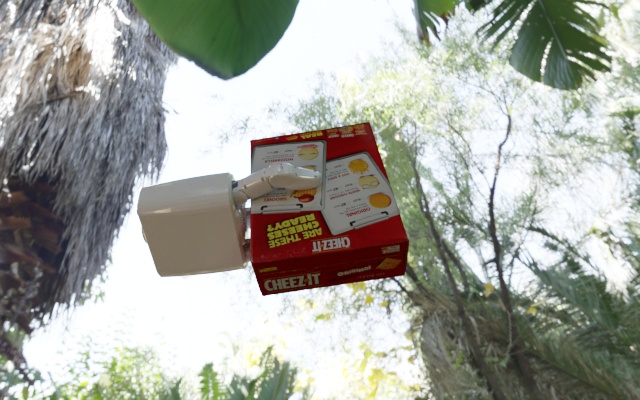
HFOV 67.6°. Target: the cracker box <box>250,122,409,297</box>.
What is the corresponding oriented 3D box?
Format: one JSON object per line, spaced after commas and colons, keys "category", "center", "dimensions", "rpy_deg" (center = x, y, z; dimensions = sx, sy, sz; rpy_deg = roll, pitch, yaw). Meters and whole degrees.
{"category": "cracker box", "center": [0.000, 0.002, 0.577], "dimensions": [0.164, 0.072, 0.213], "rpy_deg": [-8, 44, -1]}
